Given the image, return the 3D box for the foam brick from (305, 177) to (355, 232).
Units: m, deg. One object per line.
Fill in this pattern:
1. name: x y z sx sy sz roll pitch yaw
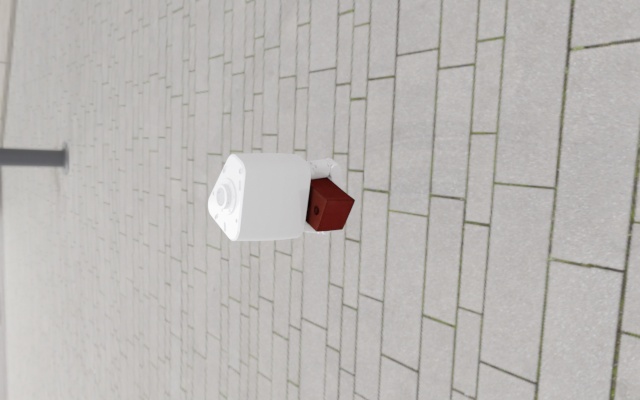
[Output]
1. foam brick: 0.000 0.002 0.684 0.051 0.053 0.078 -2 31 -40
